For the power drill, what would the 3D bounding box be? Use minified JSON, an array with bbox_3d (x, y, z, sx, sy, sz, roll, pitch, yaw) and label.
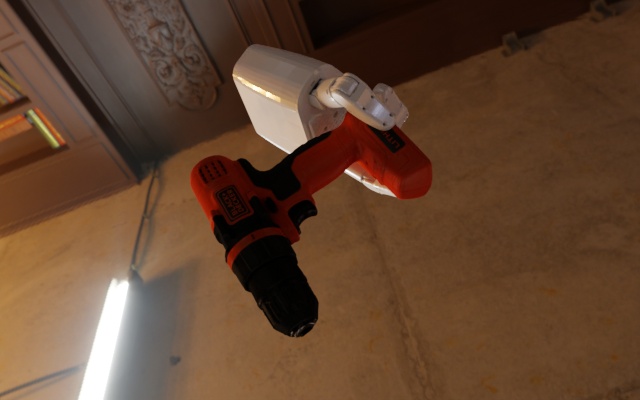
[{"bbox_3d":[0.000,0.001,0.412,0.187,0.184,0.057,-28,-30,-15],"label":"power drill"}]
